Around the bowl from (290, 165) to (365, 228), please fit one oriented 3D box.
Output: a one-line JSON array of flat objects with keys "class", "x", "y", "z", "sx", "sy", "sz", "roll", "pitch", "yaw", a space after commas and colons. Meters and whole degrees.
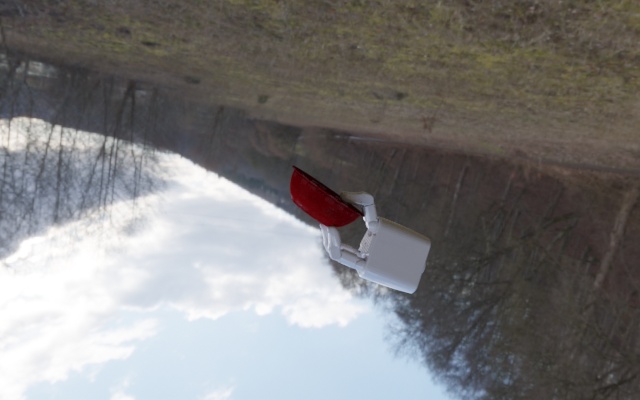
[{"class": "bowl", "x": -0.001, "y": 0.002, "z": 0.875, "sx": 0.162, "sy": 0.055, "sz": 0.162, "roll": 35, "pitch": 4, "yaw": -3}]
